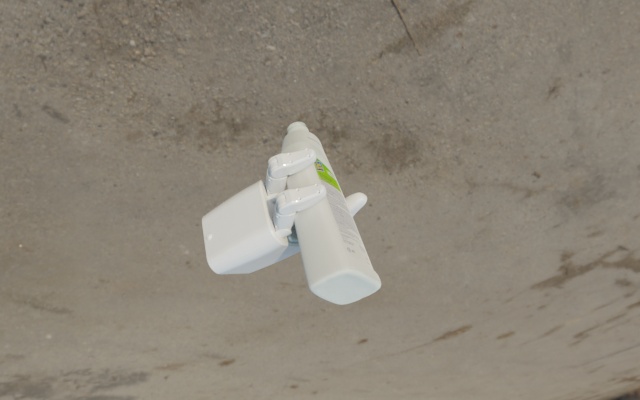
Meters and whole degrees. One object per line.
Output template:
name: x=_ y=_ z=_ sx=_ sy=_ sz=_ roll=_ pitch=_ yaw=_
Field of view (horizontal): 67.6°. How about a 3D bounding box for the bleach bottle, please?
bleach bottle: x=0.000 y=0.002 z=0.622 sx=0.068 sy=0.250 sz=0.103 roll=-28 pitch=-34 yaw=18
